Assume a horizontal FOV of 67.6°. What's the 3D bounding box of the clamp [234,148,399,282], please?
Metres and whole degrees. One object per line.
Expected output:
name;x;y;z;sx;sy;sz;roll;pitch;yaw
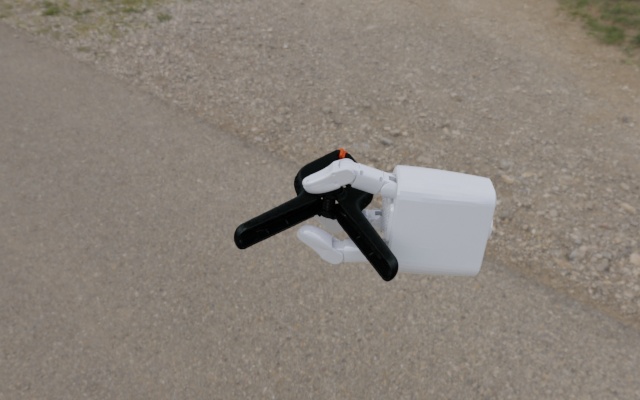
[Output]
clamp;0.000;0.001;0.538;0.164;0.036;0.209;9;36;-2
